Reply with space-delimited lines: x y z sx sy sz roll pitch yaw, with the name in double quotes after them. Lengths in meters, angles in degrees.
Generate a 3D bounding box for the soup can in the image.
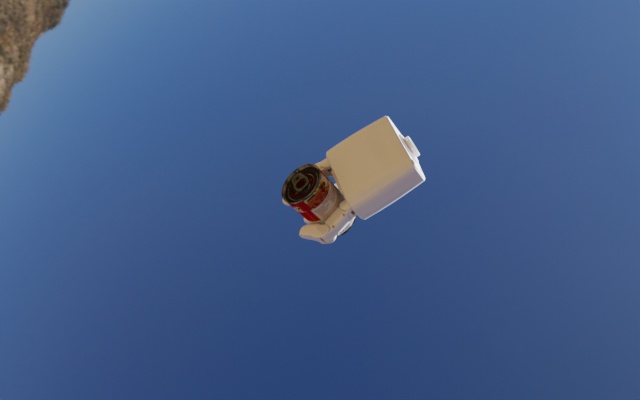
0.000 0.003 0.705 0.068 0.068 0.102 0 -32 42 "soup can"
